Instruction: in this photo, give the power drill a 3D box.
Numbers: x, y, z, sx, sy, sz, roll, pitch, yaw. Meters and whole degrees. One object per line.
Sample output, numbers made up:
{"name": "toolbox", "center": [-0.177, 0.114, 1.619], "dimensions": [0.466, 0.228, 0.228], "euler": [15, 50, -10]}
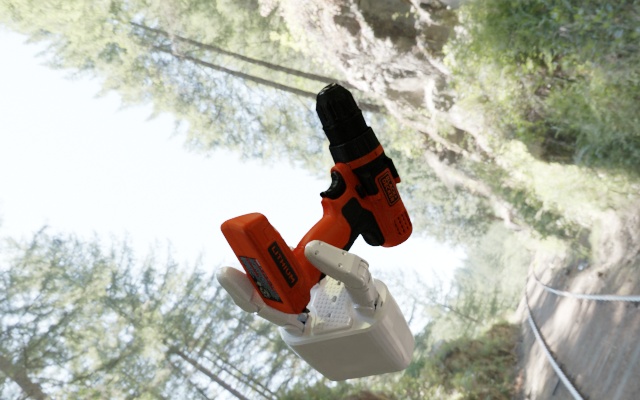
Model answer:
{"name": "power drill", "center": [0.000, 0.002, 0.460], "dimensions": [0.187, 0.184, 0.057], "euler": [-37, 18, -30]}
